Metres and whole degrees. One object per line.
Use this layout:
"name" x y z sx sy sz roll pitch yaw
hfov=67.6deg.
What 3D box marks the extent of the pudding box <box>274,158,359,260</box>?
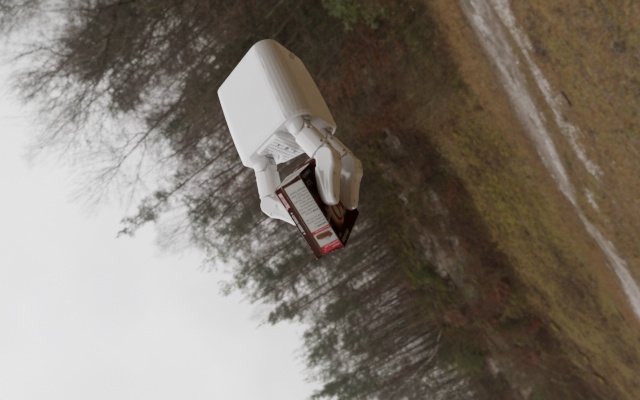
"pudding box" 0.000 0.002 0.534 0.039 0.090 0.113 -29 10 22
